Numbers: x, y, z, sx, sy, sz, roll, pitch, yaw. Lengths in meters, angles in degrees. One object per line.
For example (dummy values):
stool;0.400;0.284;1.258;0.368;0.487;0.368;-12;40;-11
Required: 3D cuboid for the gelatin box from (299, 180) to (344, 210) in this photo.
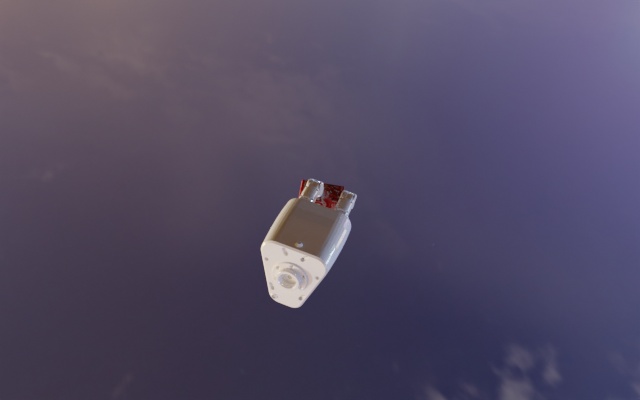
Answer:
gelatin box;0.000;0.003;0.780;0.073;0.030;0.089;9;31;-1
